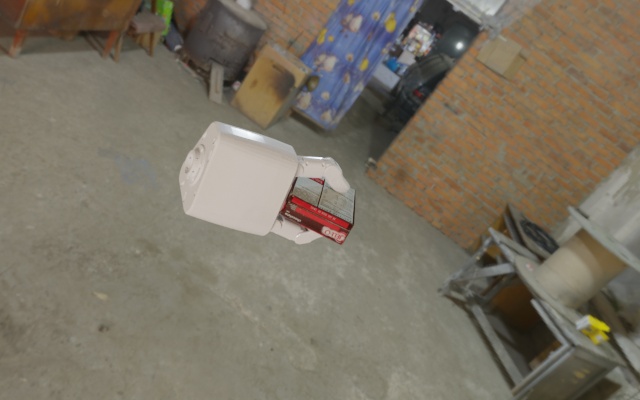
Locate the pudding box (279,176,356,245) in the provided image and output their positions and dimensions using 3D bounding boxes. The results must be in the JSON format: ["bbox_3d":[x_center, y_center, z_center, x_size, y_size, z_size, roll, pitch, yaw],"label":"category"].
[{"bbox_3d":[0.000,0.002,0.635,0.090,0.039,0.113,28,26,-7],"label":"pudding box"}]
